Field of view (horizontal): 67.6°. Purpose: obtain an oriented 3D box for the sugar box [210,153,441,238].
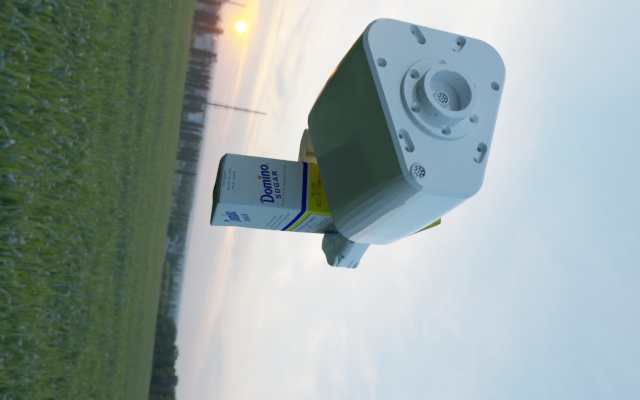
[{"bbox_3d":[0.000,0.001,0.402,0.176,0.048,0.093,8,-16,-15],"label":"sugar box"}]
